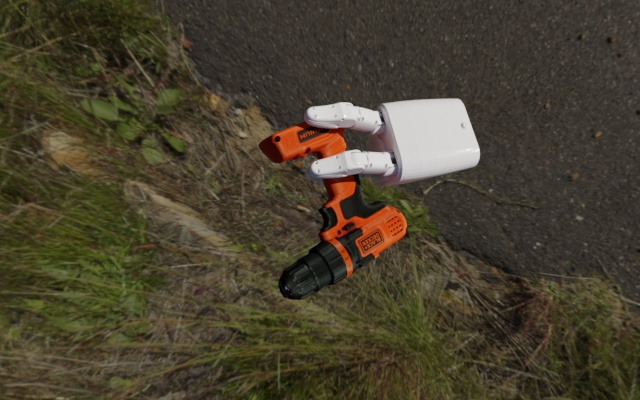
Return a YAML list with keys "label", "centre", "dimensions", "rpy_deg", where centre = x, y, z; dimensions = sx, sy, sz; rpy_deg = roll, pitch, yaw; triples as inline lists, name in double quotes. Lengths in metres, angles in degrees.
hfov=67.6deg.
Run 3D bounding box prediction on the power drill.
- label: "power drill"
  centre: [0.000, 0.001, 0.565]
  dimensions: [0.184, 0.187, 0.057]
  rpy_deg: [-28, 8, -29]
